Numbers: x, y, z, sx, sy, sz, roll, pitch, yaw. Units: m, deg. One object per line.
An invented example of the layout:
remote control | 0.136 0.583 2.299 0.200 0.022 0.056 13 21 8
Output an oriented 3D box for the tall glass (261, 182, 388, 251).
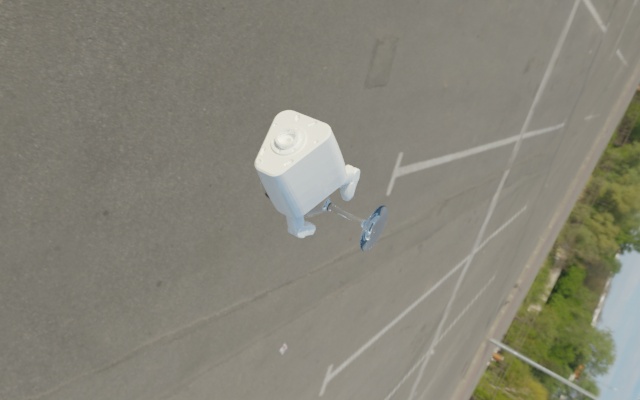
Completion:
tall glass | 0.001 0.003 0.749 0.201 0.079 0.079 26 13 28
